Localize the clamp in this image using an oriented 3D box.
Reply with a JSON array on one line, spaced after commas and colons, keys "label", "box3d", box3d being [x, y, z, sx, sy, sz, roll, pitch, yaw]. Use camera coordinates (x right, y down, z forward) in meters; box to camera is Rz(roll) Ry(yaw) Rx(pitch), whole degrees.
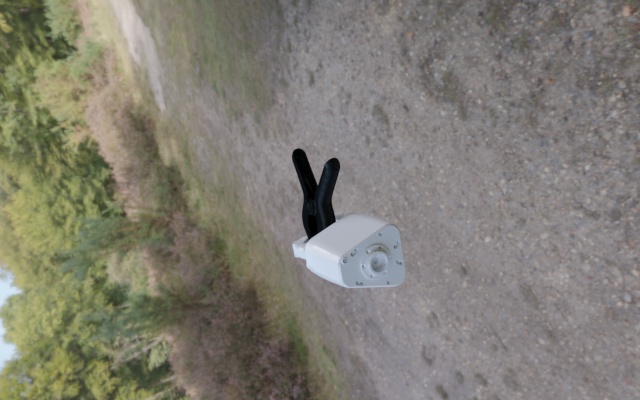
[{"label": "clamp", "box3d": [0.000, 0.003, 0.749, 0.039, 0.171, 0.120, -15, 12, -23]}]
